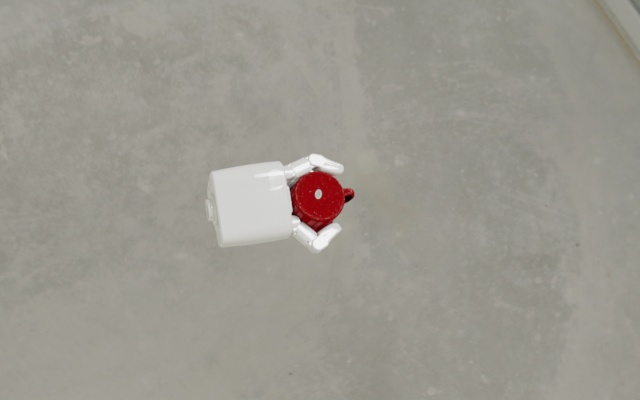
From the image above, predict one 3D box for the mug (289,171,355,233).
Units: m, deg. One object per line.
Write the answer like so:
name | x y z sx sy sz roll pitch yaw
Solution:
mug | 0.002 0.002 0.755 0.117 0.093 0.081 -10 -15 -20
